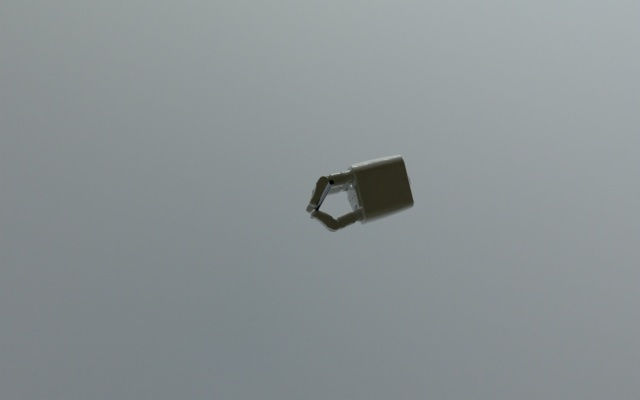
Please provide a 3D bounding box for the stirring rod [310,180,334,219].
[{"bbox_3d":[0.000,0.003,0.847,0.011,0.011,0.239,0,-15,-8],"label":"stirring rod"}]
